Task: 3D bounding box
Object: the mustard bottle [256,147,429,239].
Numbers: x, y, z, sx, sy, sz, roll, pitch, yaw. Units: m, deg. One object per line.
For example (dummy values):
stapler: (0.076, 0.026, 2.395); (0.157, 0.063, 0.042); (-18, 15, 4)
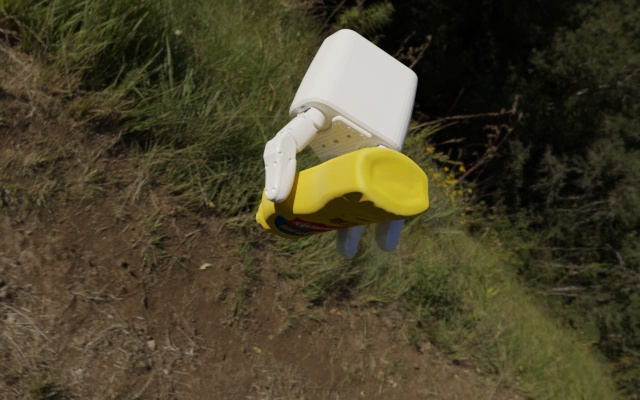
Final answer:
mustard bottle: (0.000, 0.002, 0.459); (0.096, 0.058, 0.191); (12, -18, -41)
